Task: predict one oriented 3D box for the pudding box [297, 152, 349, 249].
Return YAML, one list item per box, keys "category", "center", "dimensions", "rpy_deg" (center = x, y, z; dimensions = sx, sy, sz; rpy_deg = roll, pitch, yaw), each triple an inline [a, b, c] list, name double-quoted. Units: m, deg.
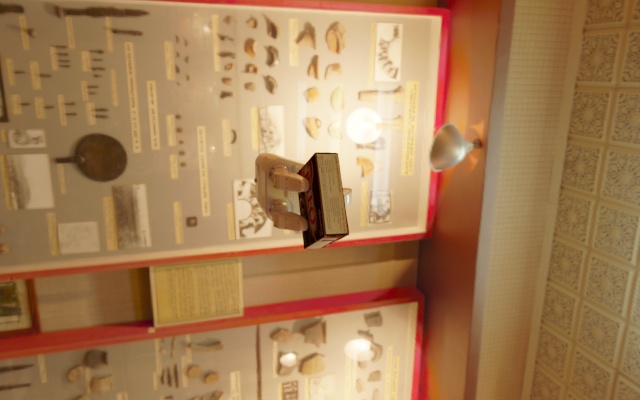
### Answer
- category: "pudding box"
  center: [0.000, 0.002, 0.638]
  dimensions: [0.039, 0.113, 0.090]
  rpy_deg: [-4, -14, -19]
